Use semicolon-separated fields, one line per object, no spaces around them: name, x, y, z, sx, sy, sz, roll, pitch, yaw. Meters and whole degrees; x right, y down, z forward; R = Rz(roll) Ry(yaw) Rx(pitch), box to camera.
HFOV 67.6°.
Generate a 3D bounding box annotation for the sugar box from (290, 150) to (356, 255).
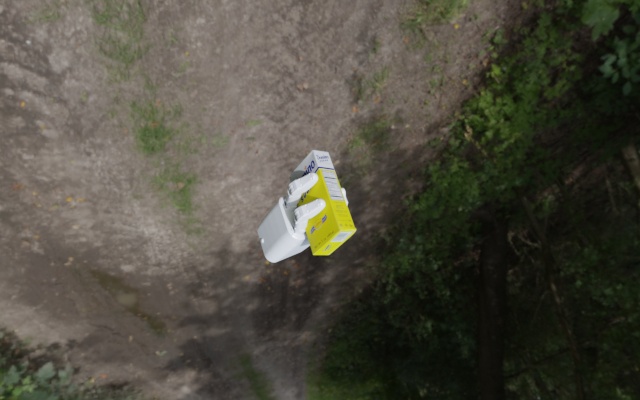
sugar box;0.000;0.003;0.889;0.048;0.176;0.093;2;-35;-39
